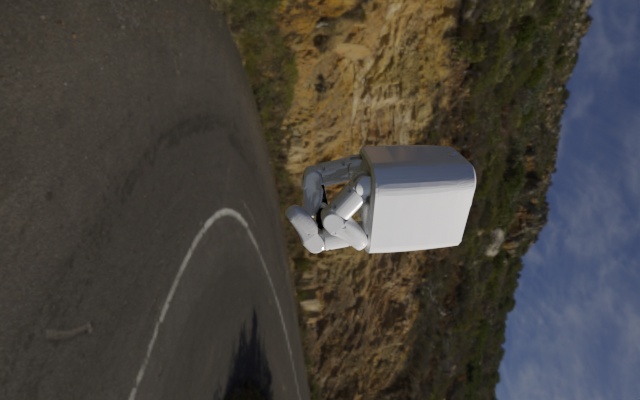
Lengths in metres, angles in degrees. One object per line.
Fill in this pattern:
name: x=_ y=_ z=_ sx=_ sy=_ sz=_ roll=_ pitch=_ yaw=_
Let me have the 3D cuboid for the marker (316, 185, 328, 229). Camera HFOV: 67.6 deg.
marker: x=0.000 y=0.002 z=0.582 sx=0.020 sy=0.020 sz=0.121 roll=0 pitch=24 yaw=-5
